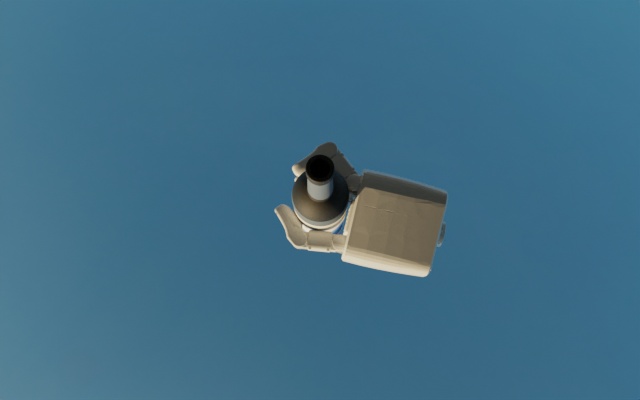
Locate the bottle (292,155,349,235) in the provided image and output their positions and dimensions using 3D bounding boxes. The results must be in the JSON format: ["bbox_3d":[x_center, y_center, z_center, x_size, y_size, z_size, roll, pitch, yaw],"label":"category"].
[{"bbox_3d":[0.000,0.002,0.585,0.069,0.069,0.296,0,-12,0],"label":"bottle"}]
